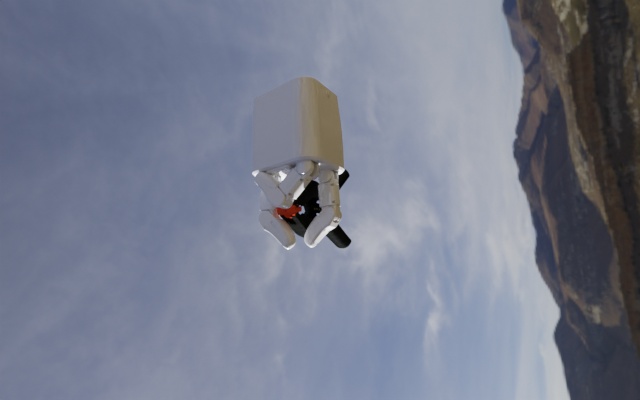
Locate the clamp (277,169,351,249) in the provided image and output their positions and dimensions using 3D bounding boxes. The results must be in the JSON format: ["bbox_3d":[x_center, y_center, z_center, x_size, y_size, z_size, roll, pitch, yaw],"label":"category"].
[{"bbox_3d":[-0.001,0.002,0.668,0.039,0.120,0.171,-8,-12,27],"label":"clamp"}]
